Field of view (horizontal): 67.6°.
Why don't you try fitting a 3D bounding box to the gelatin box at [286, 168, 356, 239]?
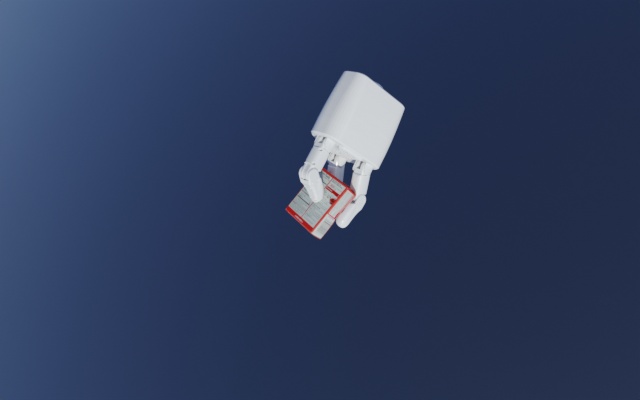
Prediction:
[{"bbox_3d":[0.000,0.002,0.725,0.073,0.089,0.030,39,0,42],"label":"gelatin box"}]
